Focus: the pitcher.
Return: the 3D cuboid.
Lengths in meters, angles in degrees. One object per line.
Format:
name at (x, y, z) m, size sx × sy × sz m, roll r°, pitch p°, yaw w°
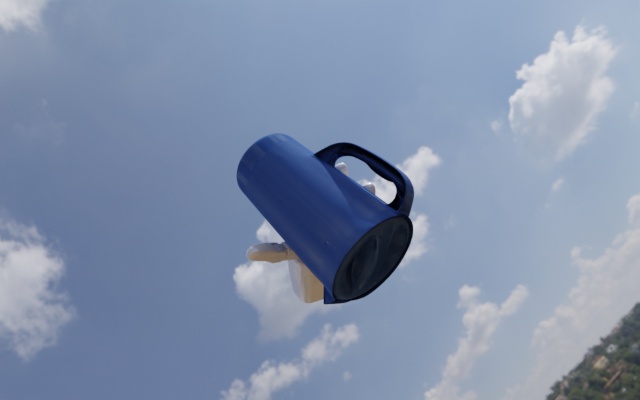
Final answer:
pitcher at (0.000, 0.002, 0.633) m, size 0.149 × 0.145 × 0.242 m, roll -31°, pitch 52°, yaw -25°
